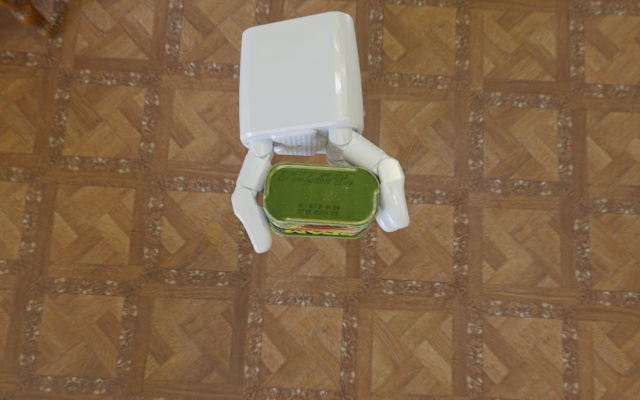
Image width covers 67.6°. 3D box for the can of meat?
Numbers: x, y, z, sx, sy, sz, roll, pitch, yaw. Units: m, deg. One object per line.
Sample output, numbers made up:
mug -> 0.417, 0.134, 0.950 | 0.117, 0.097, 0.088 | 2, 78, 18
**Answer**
can of meat -> 0.000, 0.001, 0.431 | 0.102, 0.057, 0.084 | 3, -10, -1
